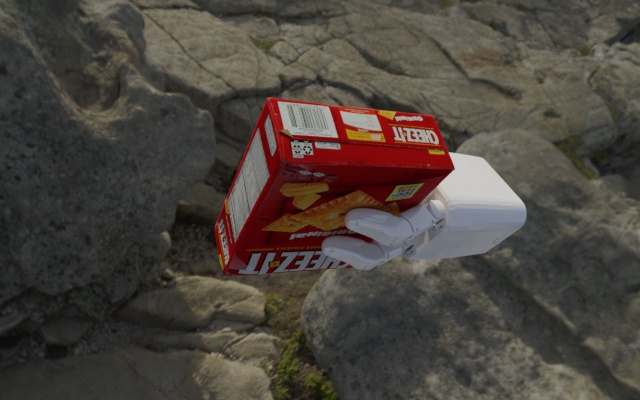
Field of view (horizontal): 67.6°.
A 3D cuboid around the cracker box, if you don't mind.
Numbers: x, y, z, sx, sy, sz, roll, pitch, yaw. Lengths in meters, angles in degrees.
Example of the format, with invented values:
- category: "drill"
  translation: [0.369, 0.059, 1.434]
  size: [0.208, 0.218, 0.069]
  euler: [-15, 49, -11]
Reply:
- category: "cracker box"
  translation: [0.000, 0.001, 0.473]
  size: [0.164, 0.072, 0.214]
  euler: [1, -32, -25]
